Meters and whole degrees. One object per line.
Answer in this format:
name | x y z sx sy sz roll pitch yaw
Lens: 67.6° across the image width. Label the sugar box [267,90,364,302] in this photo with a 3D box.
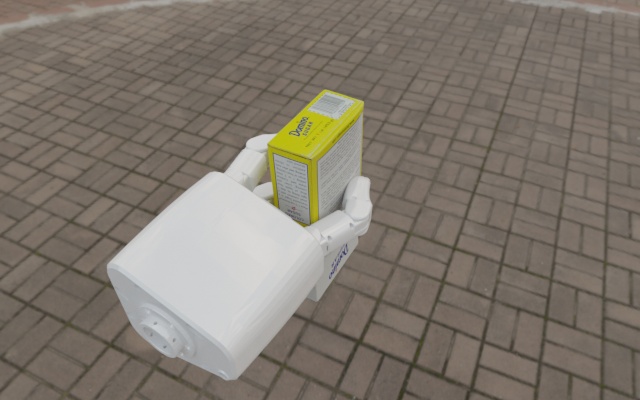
sugar box | 0.000 0.001 0.432 0.048 0.176 0.093 22 47 20
